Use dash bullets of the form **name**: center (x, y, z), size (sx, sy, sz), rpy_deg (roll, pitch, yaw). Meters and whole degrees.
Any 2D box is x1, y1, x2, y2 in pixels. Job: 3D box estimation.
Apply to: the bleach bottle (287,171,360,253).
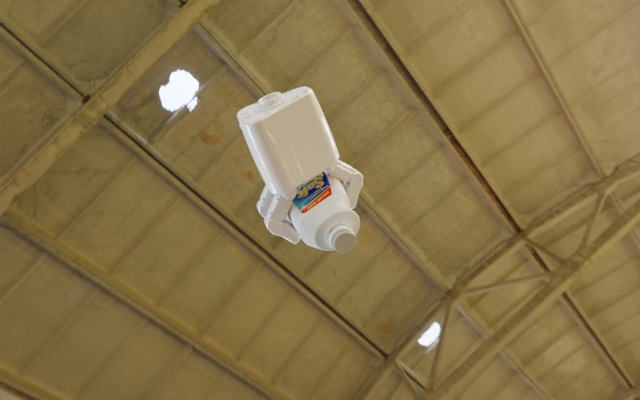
- **bleach bottle**: center (0.000, 0.002, 0.683), size (0.102, 0.068, 0.250), rpy_deg (-25, 27, -7)
